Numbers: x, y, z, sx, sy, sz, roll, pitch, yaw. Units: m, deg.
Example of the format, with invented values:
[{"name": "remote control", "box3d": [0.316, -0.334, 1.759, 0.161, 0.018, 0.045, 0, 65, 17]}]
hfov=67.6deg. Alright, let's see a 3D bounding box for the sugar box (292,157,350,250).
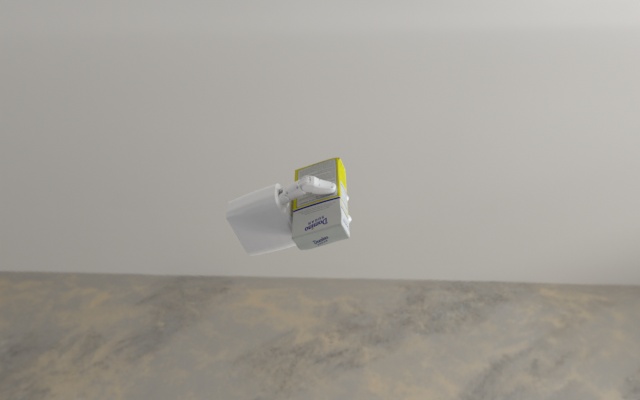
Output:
[{"name": "sugar box", "box3d": [0.000, 0.003, 0.855, 0.093, 0.176, 0.048, -17, -46, 16]}]
